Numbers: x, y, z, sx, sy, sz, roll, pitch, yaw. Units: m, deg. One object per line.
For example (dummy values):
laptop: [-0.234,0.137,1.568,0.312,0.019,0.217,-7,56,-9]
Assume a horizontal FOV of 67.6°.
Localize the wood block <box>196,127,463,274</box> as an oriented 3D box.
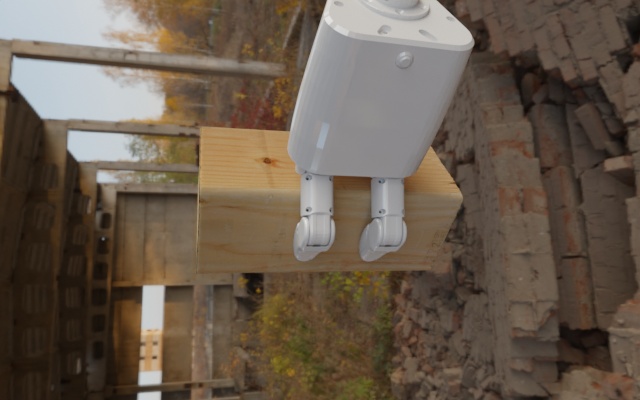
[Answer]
wood block: [0.000,0.001,0.414,0.206,0.090,0.090,2,39,-15]
